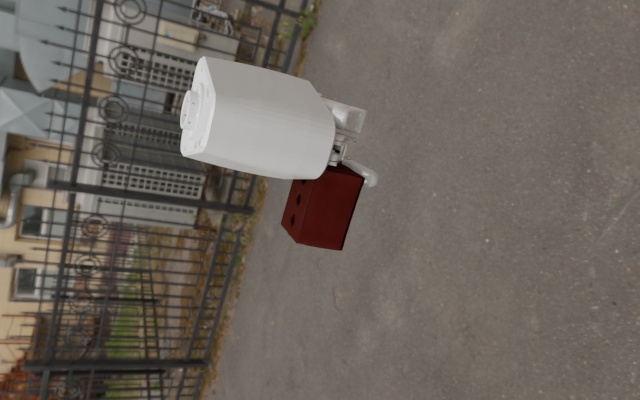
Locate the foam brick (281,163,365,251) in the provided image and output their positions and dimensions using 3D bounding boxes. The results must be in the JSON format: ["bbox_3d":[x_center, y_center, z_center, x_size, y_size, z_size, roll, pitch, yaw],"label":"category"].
[{"bbox_3d":[0.000,0.002,0.469,0.051,0.078,0.053,9,15,-27],"label":"foam brick"}]
